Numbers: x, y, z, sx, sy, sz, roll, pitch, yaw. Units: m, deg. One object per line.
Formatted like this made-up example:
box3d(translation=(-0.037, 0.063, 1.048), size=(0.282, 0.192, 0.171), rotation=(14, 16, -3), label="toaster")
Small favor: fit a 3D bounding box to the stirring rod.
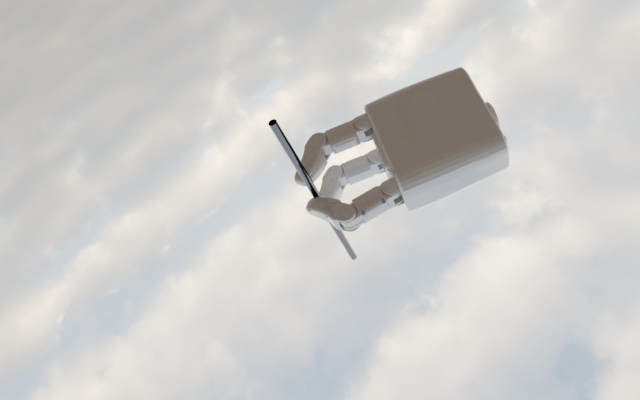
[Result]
box3d(translation=(0.000, 0.002, 0.495), size=(0.011, 0.011, 0.240), rotation=(0, -34, 24), label="stirring rod")
